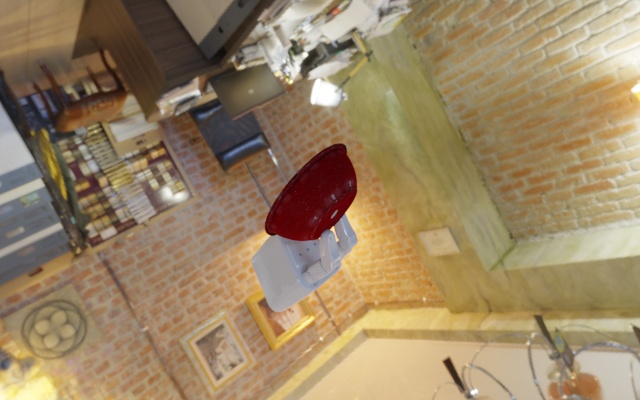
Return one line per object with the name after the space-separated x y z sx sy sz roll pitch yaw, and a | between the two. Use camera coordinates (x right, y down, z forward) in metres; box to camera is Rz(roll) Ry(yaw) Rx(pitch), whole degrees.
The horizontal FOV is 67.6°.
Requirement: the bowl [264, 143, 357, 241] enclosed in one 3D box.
0.001 0.002 0.647 0.055 0.162 0.162 41 12 15 | bowl
